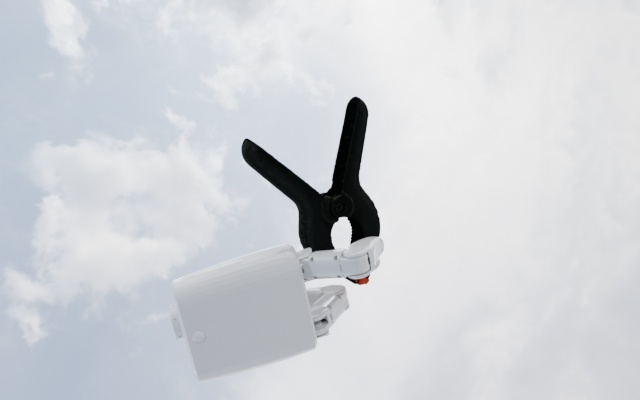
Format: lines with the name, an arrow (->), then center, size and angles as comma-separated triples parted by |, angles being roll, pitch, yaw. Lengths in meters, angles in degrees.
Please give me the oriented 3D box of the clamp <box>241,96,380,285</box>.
clamp -> 0.000, 0.001, 0.431 | 0.120, 0.171, 0.039 | -14, 11, -14
